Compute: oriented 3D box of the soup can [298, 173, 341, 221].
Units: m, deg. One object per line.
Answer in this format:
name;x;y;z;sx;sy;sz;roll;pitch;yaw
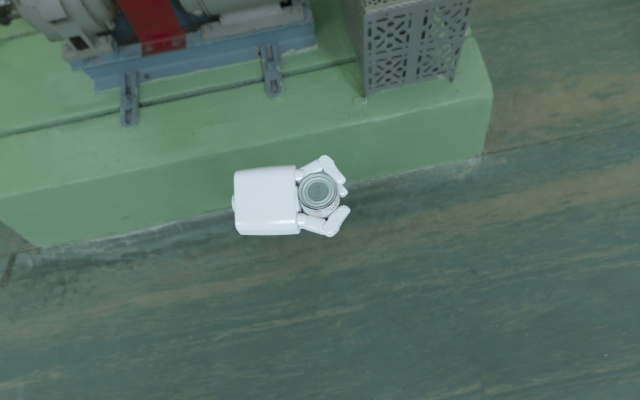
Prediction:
soup can;0.001;0.003;0.830;0.068;0.068;0.102;0;-22;7
